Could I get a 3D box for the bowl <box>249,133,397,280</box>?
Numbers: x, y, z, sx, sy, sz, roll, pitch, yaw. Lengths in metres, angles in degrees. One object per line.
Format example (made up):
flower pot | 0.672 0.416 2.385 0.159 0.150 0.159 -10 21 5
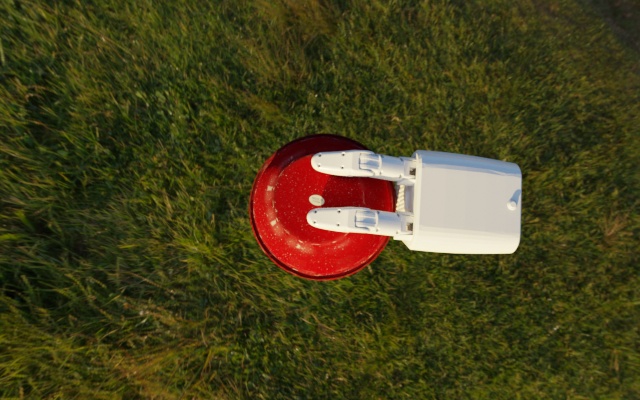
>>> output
bowl | -0.001 0.002 0.495 0.162 0.162 0.055 0 -8 5
